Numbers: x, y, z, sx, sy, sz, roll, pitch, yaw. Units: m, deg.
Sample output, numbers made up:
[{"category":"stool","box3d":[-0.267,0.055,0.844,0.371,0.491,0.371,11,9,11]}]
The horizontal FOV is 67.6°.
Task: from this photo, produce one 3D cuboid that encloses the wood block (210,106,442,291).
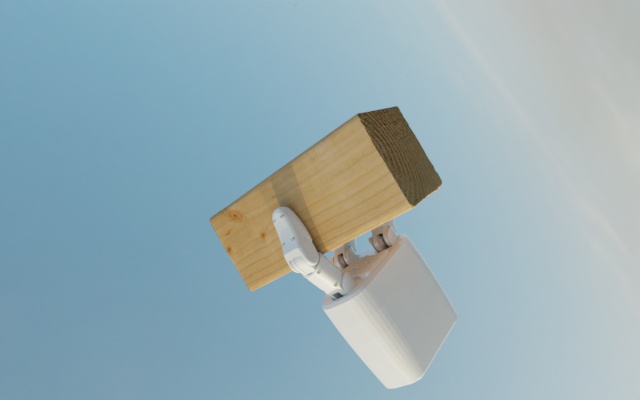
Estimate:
[{"category":"wood block","box3d":[0.000,0.002,0.473,0.206,0.090,0.091,-32,-3,33]}]
